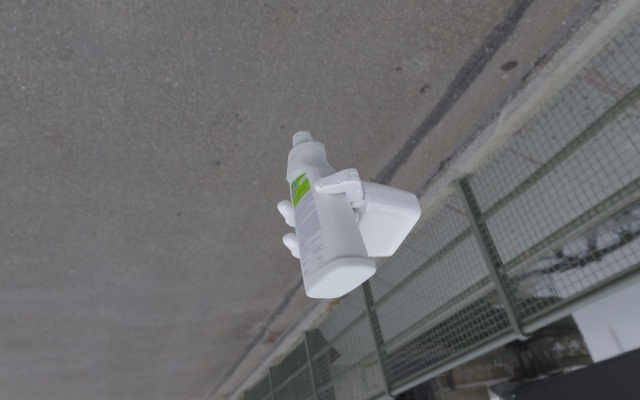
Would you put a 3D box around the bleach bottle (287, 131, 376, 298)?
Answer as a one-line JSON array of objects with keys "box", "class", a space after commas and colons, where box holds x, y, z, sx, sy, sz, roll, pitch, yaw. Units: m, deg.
[{"box": [0.000, 0.002, 0.669, 0.068, 0.250, 0.103, 8, -36, -32], "class": "bleach bottle"}]
